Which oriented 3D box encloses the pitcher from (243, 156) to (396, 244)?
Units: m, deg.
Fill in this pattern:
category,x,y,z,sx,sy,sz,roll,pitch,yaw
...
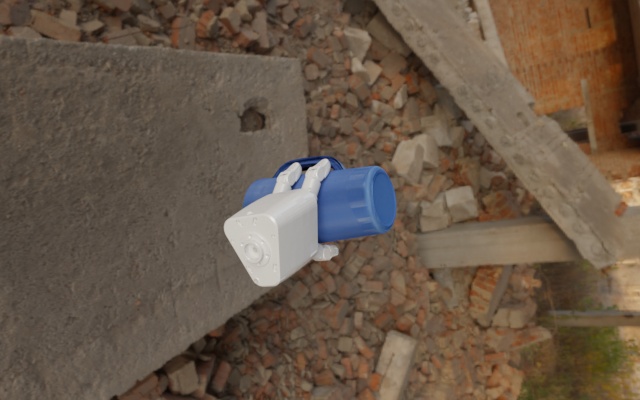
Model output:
category,x,y,z,sx,sy,sz,roll,pitch,yaw
pitcher,0.000,0.003,0.813,0.243,0.149,0.145,-9,12,31
